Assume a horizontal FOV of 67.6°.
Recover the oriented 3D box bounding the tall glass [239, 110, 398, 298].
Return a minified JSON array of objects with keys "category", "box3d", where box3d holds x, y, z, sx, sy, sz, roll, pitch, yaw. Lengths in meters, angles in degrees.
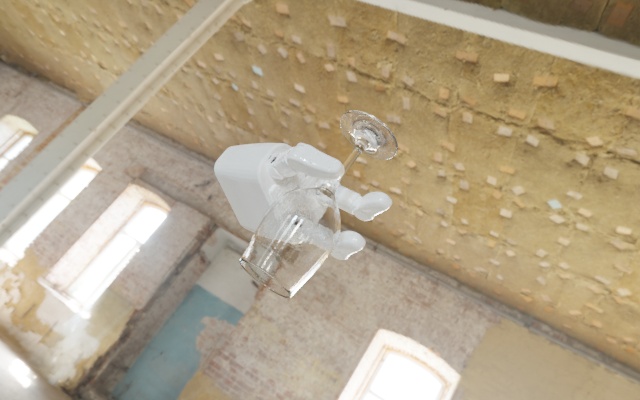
[{"category":"tall glass","box3d":[0.001,0.001,0.498,0.079,0.201,0.079,30,-23,14]}]
